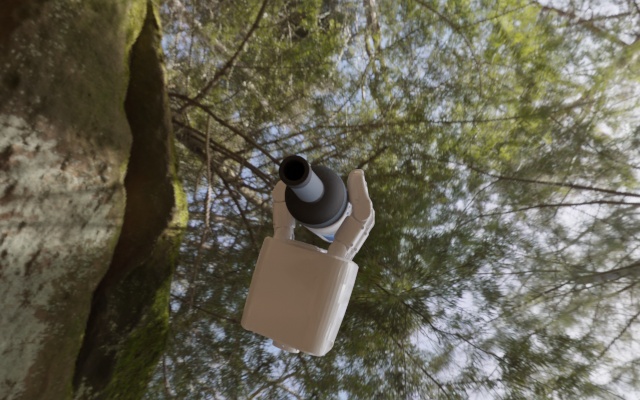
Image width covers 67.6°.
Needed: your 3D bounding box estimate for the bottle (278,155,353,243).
[{"bbox_3d":[0.000,0.002,0.548,0.069,0.069,0.296,0,-11,9],"label":"bottle"}]
